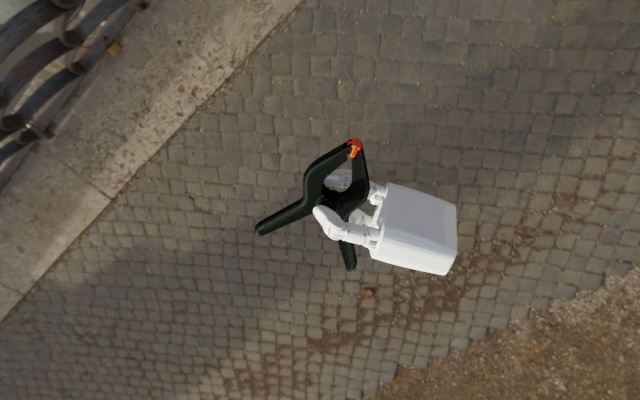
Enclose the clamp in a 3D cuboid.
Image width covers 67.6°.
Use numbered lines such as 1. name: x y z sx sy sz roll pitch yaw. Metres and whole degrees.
1. clamp: 0.000 0.002 0.681 0.164 0.210 0.036 15 31 -4
